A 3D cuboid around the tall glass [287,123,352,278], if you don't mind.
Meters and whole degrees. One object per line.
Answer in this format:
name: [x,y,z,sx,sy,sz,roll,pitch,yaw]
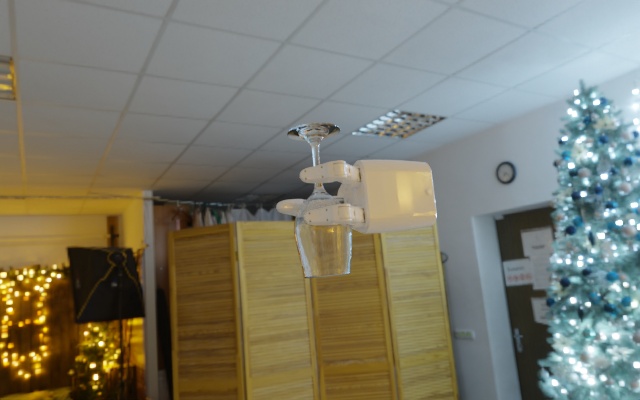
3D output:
tall glass: [0.000,0.001,0.647,0.079,0.201,0.079,-5,-9,-1]
